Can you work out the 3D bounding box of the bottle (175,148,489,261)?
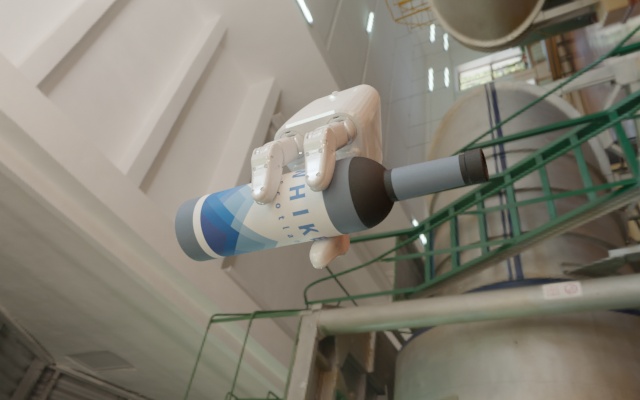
[{"bbox_3d":[0.000,0.002,0.439,0.296,0.069,0.069,-13,-6,25],"label":"bottle"}]
